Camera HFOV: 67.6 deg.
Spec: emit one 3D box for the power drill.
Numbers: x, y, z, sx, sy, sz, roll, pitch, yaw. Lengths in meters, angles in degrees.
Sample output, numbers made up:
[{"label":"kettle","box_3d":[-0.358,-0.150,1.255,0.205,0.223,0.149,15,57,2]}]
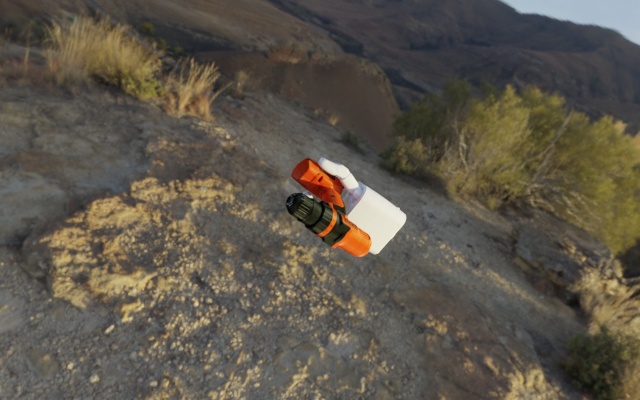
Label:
[{"label":"power drill","box_3d":[0.000,0.003,0.851,0.184,0.057,0.187,36,22,-33]}]
